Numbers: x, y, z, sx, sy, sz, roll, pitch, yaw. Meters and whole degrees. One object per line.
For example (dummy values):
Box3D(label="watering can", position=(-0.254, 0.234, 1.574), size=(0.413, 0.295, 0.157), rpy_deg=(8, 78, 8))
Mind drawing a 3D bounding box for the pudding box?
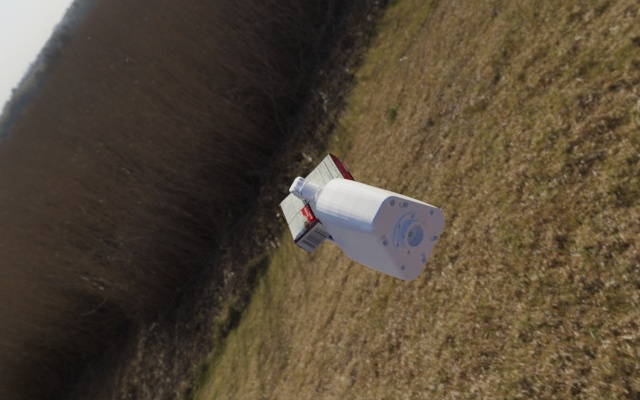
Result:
Box3D(label="pudding box", position=(0.000, 0.002, 0.663), size=(0.039, 0.113, 0.090), rpy_deg=(35, 19, -37))
